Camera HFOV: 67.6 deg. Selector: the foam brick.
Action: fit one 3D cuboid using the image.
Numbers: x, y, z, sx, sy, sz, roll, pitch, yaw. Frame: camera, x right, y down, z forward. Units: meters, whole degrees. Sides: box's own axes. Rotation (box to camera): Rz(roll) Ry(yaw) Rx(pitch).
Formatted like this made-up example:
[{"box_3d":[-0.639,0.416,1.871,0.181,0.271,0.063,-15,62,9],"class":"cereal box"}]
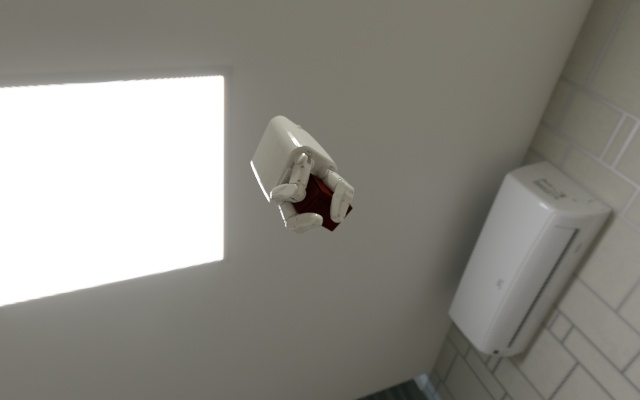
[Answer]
[{"box_3d":[0.000,0.003,0.732,0.078,0.053,0.051,30,18,-43],"class":"foam brick"}]
